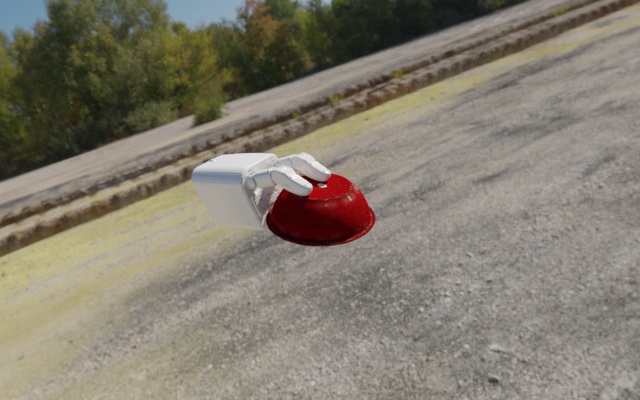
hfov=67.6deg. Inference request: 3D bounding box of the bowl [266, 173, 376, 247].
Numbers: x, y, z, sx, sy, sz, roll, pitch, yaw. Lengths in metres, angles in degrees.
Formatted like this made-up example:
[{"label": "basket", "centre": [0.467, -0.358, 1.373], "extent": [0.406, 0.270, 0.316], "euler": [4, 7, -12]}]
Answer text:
[{"label": "bowl", "centre": [0.001, 0.002, 0.694], "extent": [0.162, 0.055, 0.162], "euler": [0, 27, 0]}]
